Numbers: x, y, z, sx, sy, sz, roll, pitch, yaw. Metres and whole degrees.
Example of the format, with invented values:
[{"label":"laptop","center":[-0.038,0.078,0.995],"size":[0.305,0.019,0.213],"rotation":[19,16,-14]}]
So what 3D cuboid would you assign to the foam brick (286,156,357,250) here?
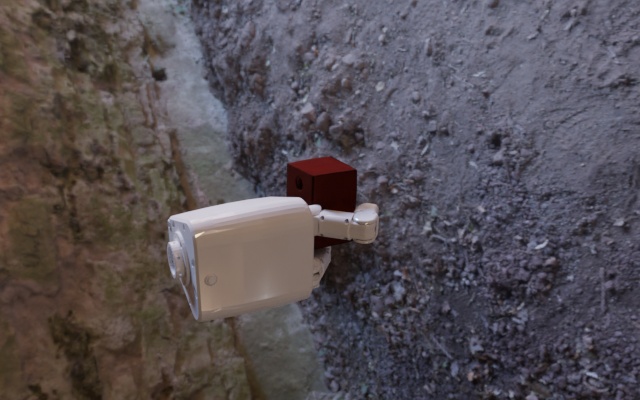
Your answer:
[{"label":"foam brick","center":[0.000,0.001,0.474],"size":[0.051,0.078,0.053],"rotation":[-9,22,-28]}]
